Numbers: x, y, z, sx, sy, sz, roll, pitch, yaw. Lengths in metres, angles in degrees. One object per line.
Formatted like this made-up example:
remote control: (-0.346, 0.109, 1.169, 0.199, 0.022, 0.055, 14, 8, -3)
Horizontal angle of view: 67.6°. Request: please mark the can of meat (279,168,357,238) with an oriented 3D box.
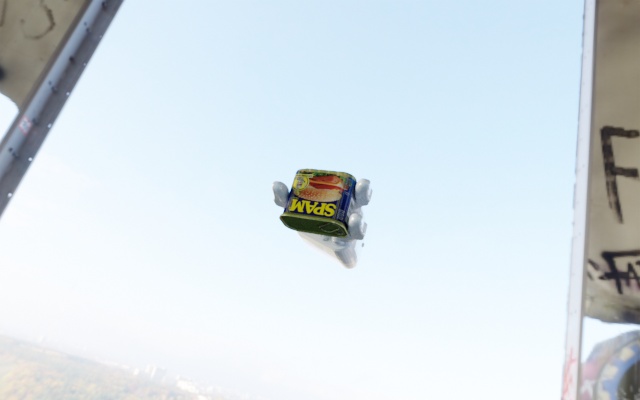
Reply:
can of meat: (0.000, 0.002, 0.711, 0.102, 0.084, 0.057, 7, -25, 20)
